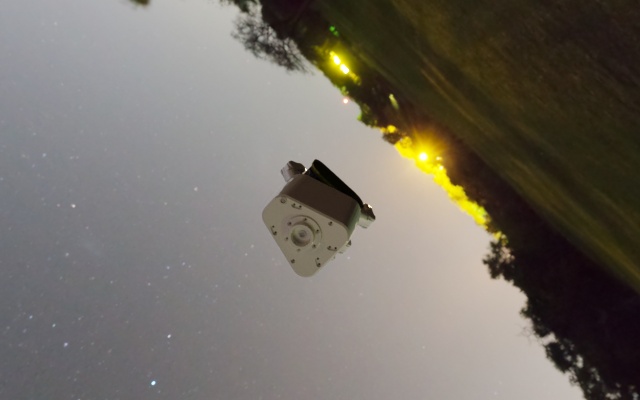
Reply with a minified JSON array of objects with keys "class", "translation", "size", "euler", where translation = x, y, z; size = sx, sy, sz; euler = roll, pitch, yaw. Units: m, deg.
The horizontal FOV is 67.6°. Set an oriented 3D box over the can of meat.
[{"class":"can of meat","translation":[0.000,0.003,0.734],"size":[0.102,0.084,0.057],"euler":[42,18,-6]}]
